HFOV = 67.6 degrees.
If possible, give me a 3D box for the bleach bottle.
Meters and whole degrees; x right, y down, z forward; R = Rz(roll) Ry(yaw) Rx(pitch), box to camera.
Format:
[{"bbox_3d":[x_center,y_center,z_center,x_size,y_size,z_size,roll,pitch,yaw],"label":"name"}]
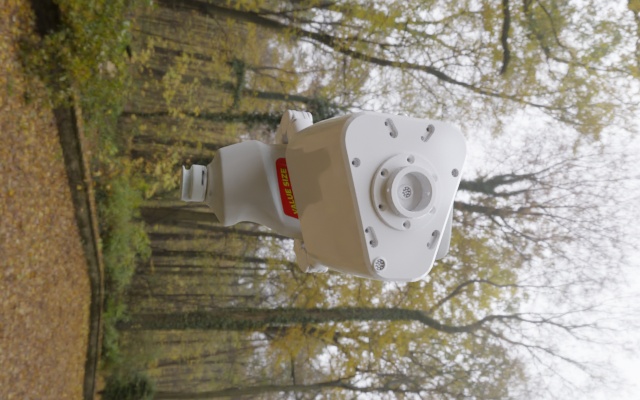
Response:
[{"bbox_3d":[0.000,0.001,0.443,0.251,0.102,0.068,4,0,-21],"label":"bleach bottle"}]
